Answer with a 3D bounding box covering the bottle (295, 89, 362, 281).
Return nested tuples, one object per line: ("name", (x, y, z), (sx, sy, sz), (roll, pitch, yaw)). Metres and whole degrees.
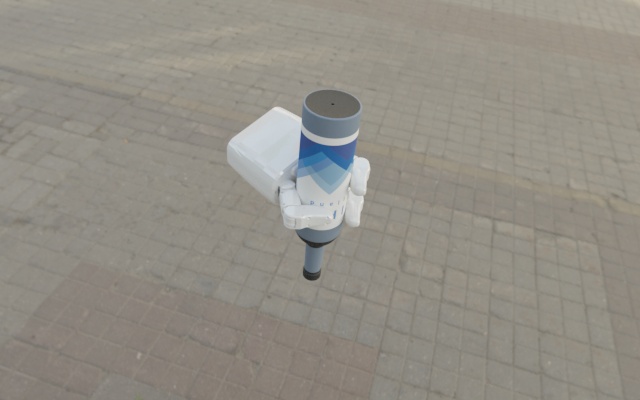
("bottle", (0.000, 0.002, 0.626), (0.069, 0.296, 0.069), (4, 42, -4))
